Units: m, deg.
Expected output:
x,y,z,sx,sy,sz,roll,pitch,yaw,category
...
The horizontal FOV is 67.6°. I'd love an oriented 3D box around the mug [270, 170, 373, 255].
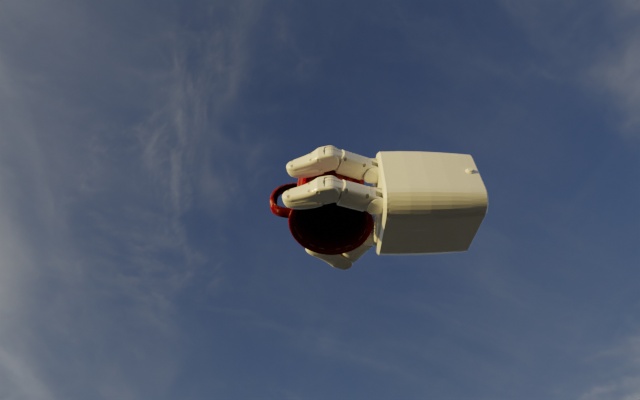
x,y,z,sx,sy,sz,roll,pitch,yaw,category
-0.001,0.002,0.555,0.117,0.093,0.081,1,37,1,mug
